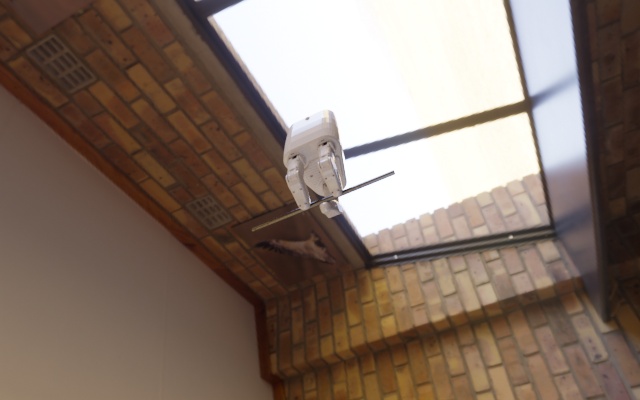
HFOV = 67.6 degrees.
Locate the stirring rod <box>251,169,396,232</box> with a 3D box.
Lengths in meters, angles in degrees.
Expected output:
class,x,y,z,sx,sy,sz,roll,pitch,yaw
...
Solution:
class,x,y,z,sx,sy,sz,roll,pitch,yaw
stirring rod,0.000,0.002,0.724,0.239,0.011,0.011,-22,-6,15
